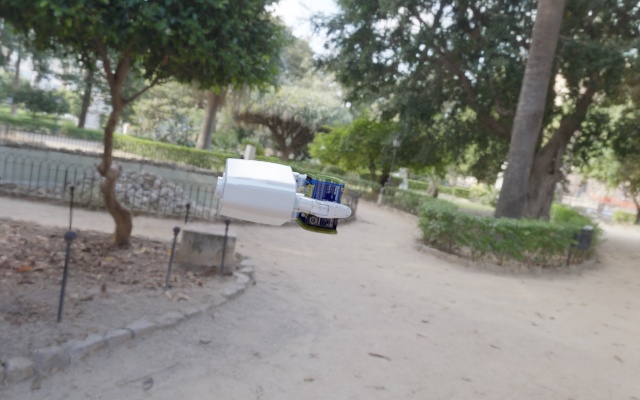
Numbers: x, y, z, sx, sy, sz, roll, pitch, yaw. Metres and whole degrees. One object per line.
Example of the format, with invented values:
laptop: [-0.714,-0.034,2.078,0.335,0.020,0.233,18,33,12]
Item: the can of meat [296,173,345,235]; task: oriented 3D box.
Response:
can of meat: [0.000,0.002,0.767,0.057,0.084,0.102,9,6,-12]
